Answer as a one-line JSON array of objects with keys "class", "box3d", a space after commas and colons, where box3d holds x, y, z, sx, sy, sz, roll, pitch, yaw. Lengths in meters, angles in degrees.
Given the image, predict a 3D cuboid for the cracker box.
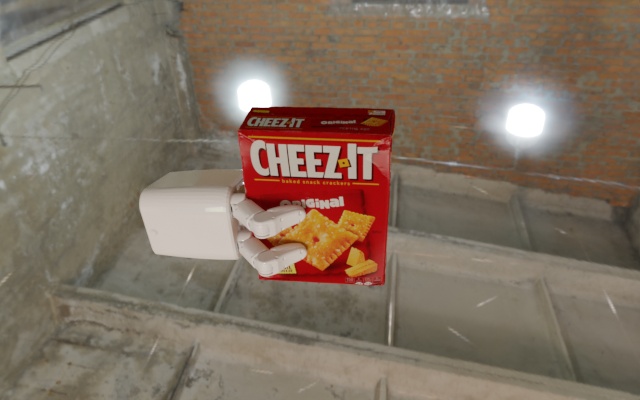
[{"class": "cracker box", "box3d": [0.000, 0.002, 0.565, 0.164, 0.214, 0.072, 2, 35, 7]}]
